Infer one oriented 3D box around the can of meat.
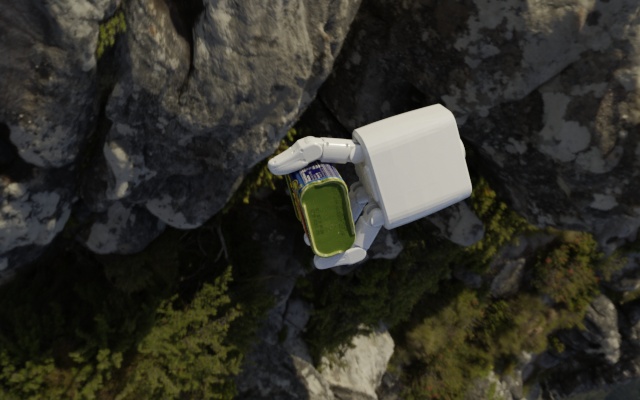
[{"bbox_3d":[0.000,0.002,0.541,0.057,0.102,0.084,-17,32,-6],"label":"can of meat"}]
